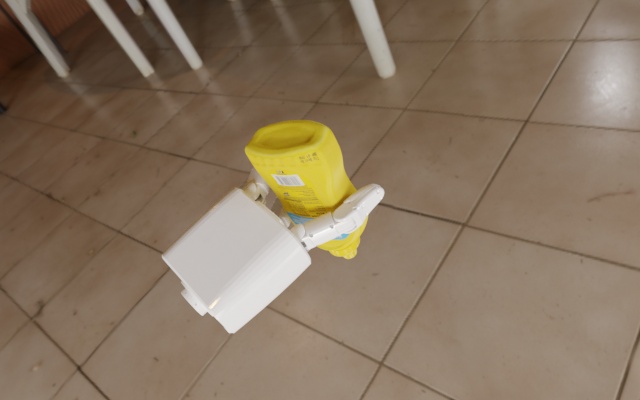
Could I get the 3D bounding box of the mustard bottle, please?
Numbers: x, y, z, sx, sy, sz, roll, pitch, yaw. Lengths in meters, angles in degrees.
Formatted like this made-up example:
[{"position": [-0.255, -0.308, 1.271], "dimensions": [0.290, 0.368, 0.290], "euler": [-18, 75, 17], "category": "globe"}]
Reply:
[{"position": [0.000, 0.001, 0.526], "dimensions": [0.096, 0.058, 0.192], "euler": [2, -41, 32], "category": "mustard bottle"}]
